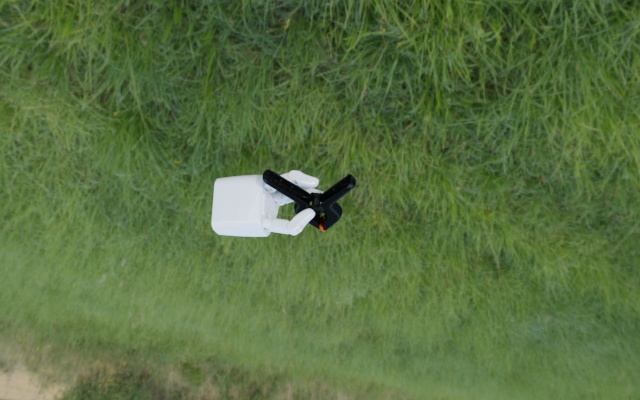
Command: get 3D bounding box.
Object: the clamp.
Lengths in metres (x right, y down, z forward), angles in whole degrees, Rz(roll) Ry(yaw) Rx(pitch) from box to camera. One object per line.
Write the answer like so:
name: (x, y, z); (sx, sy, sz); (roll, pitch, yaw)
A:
clamp: (0.000, 0.004, 0.899); (0.164, 0.036, 0.210); (2, -28, 18)
